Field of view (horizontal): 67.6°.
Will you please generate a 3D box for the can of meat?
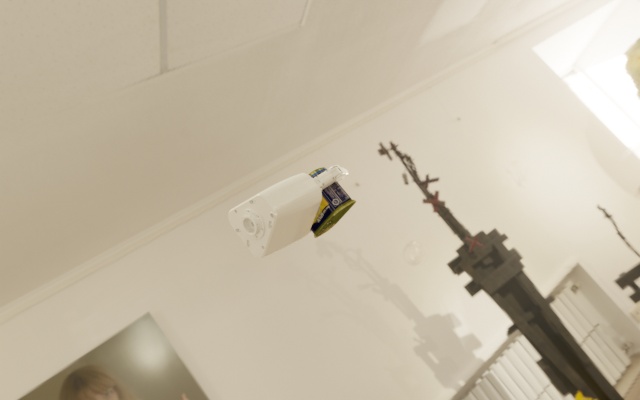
[{"bbox_3d":[0.000,0.002,0.837,0.057,0.084,0.102,-29,-15,-42],"label":"can of meat"}]
